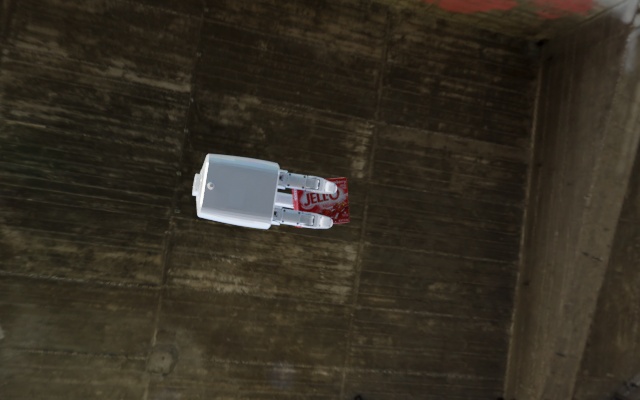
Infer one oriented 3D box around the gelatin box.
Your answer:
[{"bbox_3d":[0.000,0.002,0.766,0.089,0.073,0.030,-5,2,-23],"label":"gelatin box"}]
